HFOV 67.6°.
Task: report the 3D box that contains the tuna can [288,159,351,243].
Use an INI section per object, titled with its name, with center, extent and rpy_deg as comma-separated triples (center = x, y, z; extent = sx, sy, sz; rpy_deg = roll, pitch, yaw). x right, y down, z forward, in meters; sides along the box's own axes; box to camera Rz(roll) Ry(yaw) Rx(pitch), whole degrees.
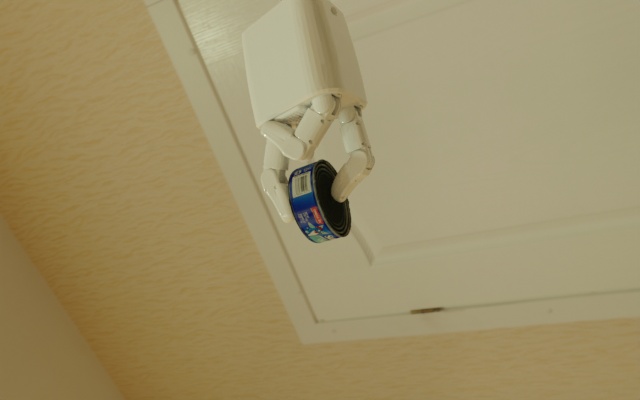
[tuna can]
center = 0.000, 0.002, 0.510
extent = 0.034, 0.086, 0.086
rpy_deg = -18, -7, 22
